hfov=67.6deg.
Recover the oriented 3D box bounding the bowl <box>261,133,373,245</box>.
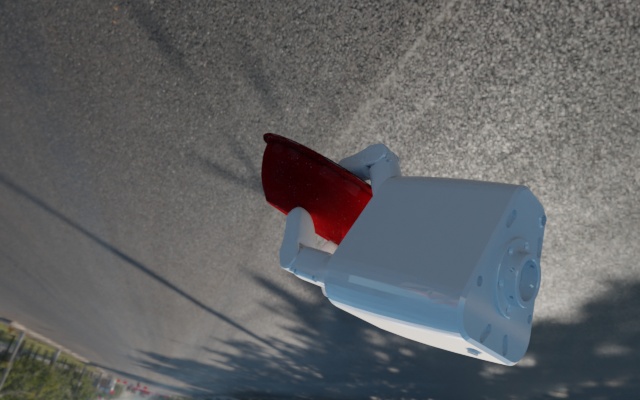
[{"bbox_3d":[-0.001,0.002,0.464,0.162,0.055,0.162,31,-5,3],"label":"bowl"}]
